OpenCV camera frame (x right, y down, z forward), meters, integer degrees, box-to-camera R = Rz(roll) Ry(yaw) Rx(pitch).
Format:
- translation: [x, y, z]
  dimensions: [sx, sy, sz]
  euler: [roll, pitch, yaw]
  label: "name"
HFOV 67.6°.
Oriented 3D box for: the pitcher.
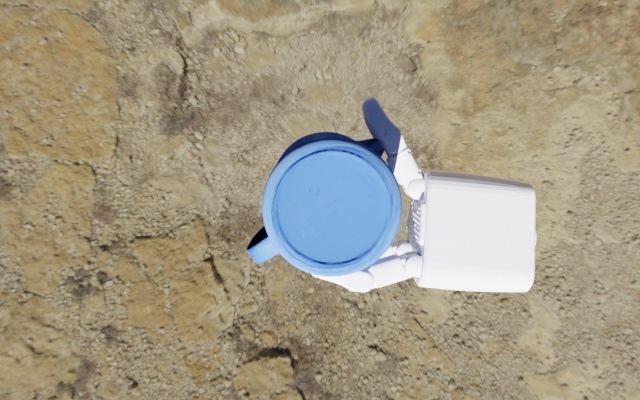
- translation: [0.000, 0.002, 0.475]
  dimensions: [0.145, 0.149, 0.243]
  euler: [7, 6, -1]
  label: "pitcher"
